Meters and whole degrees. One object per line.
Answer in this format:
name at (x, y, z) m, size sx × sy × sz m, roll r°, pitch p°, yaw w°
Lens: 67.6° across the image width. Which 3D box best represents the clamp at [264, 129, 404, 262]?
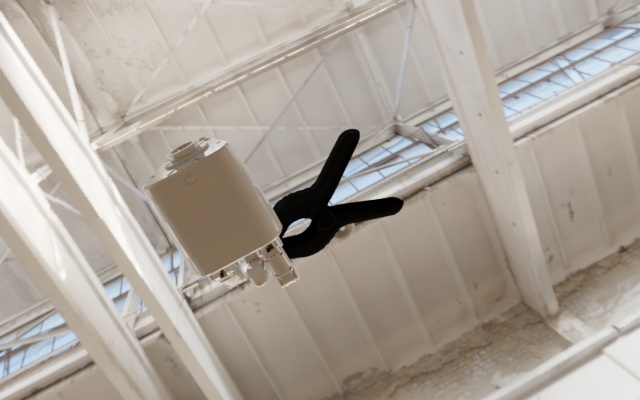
clamp at (0.000, 0.002, 0.525) m, size 0.171 × 0.120 × 0.039 m, roll -30°, pitch 24°, yaw -4°
